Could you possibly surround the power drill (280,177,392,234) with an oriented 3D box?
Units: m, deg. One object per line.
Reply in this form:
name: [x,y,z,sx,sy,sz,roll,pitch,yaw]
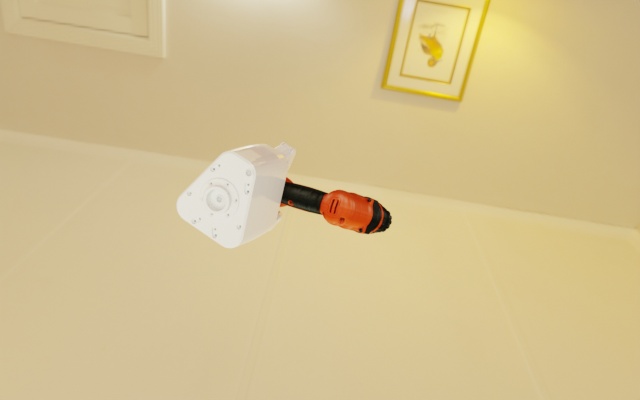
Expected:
power drill: [0.000,0.002,0.695,0.187,0.057,0.184,14,-3,27]
